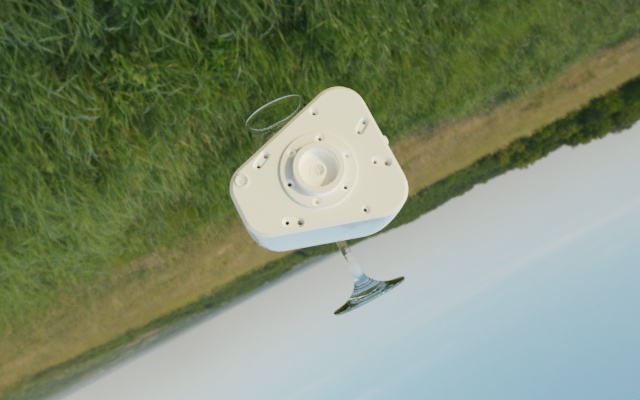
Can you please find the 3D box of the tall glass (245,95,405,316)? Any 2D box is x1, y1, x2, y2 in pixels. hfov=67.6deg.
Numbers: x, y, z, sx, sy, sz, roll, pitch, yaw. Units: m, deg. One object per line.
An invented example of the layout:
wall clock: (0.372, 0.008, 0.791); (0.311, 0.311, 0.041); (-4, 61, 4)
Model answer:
tall glass: (0.000, 0.002, 0.454); (0.079, 0.201, 0.079); (-27, -7, -4)
